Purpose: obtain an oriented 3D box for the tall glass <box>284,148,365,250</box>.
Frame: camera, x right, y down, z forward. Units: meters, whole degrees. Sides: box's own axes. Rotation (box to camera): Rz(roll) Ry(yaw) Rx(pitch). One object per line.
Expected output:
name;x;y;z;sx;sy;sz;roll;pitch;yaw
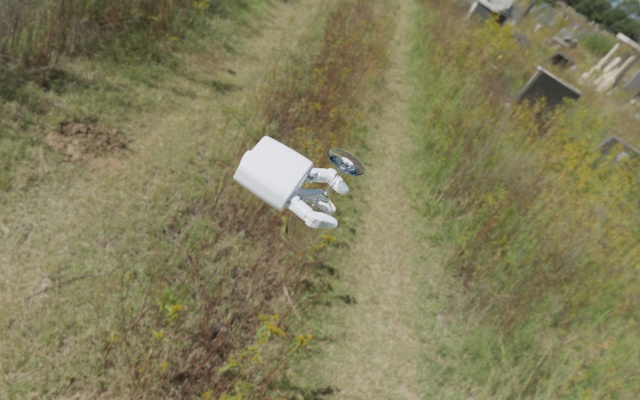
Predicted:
tall glass;0.001;0.003;0.887;0.079;0.201;0.079;22;33;-15
